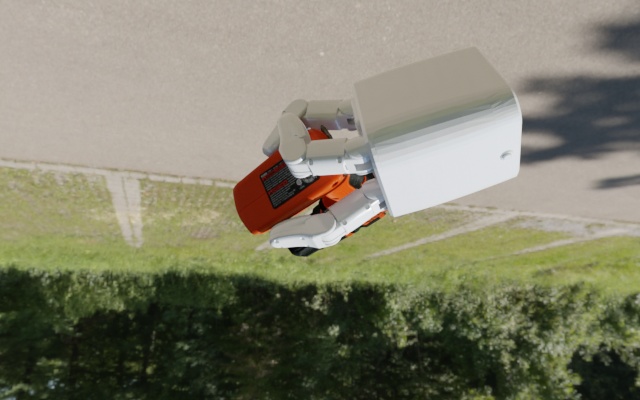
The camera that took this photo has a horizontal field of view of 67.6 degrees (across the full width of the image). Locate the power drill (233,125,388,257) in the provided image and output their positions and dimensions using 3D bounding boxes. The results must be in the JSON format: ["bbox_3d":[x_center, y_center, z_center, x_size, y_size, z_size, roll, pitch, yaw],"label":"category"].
[{"bbox_3d":[0.000,0.001,0.483,0.184,0.057,0.187,-36,-21,21],"label":"power drill"}]
